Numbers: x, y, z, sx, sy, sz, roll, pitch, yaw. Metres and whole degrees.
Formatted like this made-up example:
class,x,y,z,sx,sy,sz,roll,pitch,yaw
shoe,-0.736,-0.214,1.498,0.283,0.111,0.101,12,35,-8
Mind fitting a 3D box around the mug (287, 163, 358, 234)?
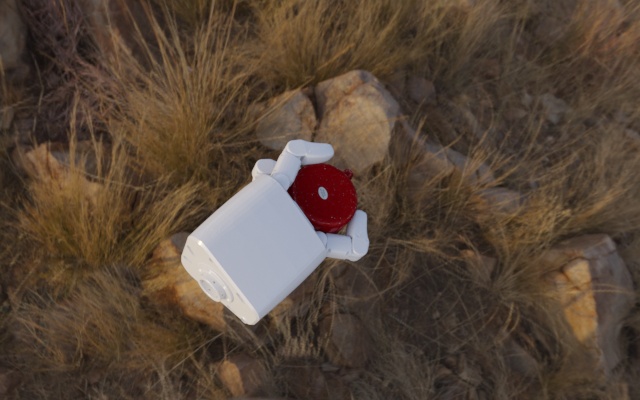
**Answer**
class,x,y,z,sx,sy,sz,roll,pitch,yaw
mug,0.001,0.001,0.571,0.117,0.093,0.081,-40,-5,-32
